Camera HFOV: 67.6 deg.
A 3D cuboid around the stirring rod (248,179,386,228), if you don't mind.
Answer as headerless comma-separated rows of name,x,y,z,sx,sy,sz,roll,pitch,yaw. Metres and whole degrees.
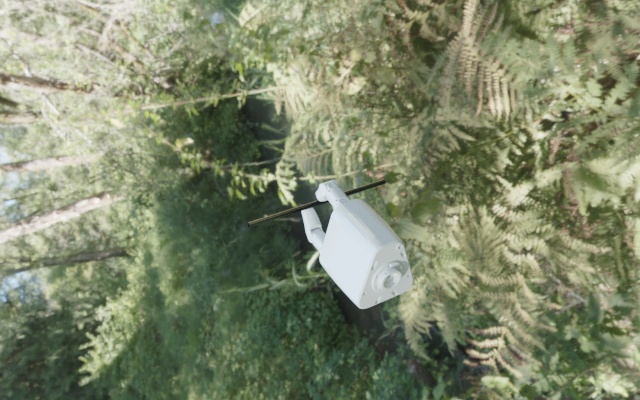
stirring rod,0.000,0.002,0.753,0.239,0.011,0.011,-18,6,-21
